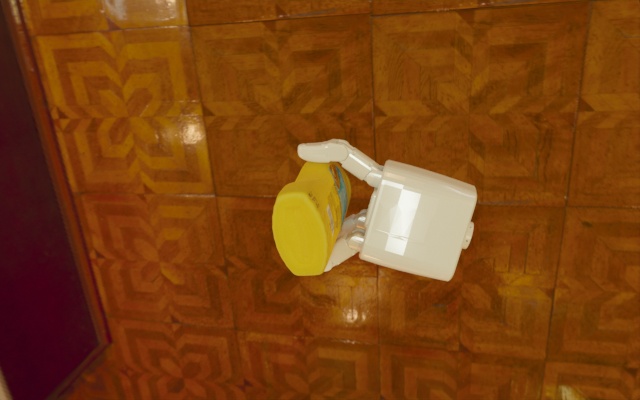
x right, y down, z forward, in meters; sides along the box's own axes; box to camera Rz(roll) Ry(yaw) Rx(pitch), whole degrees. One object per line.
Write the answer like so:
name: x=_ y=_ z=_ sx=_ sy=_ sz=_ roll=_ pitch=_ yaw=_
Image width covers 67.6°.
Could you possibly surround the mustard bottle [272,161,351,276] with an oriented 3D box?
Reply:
mustard bottle: x=0.000 y=0.002 z=0.563 sx=0.058 sy=0.096 sz=0.191 roll=-7 pitch=20 yaw=16
